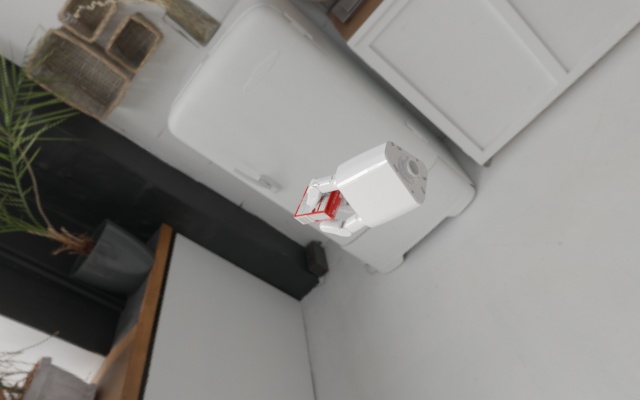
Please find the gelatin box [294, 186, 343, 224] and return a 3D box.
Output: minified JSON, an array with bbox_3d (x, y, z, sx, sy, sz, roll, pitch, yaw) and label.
[{"bbox_3d":[0.000,0.003,0.869,0.030,0.073,0.089,39,-32,-30],"label":"gelatin box"}]
